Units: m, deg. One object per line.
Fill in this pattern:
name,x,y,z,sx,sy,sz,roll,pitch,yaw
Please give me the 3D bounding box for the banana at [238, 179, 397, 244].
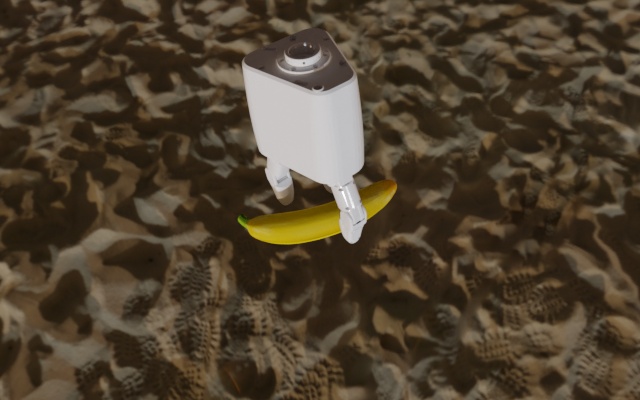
banana,0.000,0.015,0.556,0.198,0.037,0.069,-12,44,-2
